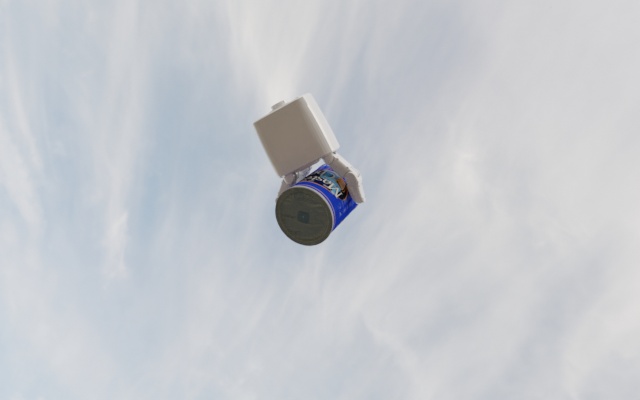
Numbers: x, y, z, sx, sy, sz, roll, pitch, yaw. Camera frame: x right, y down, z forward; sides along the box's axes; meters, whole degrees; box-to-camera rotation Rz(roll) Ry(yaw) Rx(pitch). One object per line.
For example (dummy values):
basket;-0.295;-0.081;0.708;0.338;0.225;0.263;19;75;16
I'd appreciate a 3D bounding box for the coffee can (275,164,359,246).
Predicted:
coffee can;0.000;0.003;0.821;0.103;0.103;0.140;0;20;26
